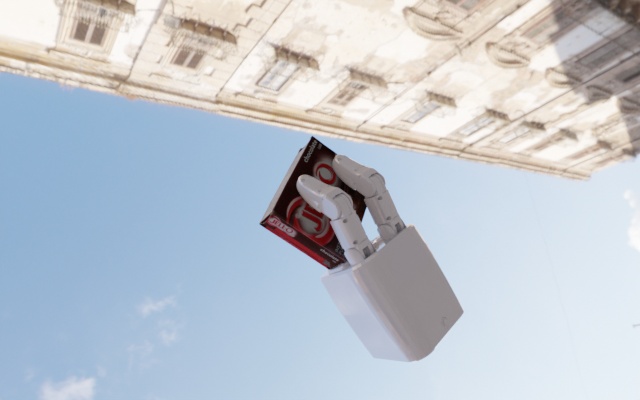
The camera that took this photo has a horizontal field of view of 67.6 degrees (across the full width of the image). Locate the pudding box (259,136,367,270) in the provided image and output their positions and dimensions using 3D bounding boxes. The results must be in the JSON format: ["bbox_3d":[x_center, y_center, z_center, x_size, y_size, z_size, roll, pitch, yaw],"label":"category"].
[{"bbox_3d":[0.000,0.002,0.499,0.090,0.113,0.039,35,-39,-15],"label":"pudding box"}]
